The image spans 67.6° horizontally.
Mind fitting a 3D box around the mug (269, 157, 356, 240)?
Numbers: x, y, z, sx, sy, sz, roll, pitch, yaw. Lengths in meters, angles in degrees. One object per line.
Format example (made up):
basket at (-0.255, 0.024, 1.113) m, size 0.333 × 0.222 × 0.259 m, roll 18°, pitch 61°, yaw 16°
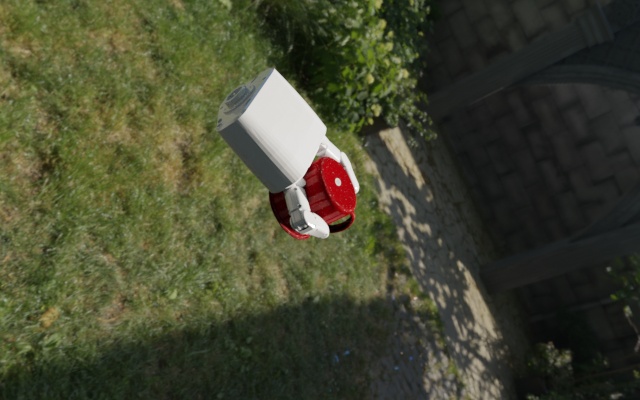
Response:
mug at (0.001, 0.003, 0.632) m, size 0.081 × 0.093 × 0.117 m, roll -26°, pitch -57°, yaw 28°
